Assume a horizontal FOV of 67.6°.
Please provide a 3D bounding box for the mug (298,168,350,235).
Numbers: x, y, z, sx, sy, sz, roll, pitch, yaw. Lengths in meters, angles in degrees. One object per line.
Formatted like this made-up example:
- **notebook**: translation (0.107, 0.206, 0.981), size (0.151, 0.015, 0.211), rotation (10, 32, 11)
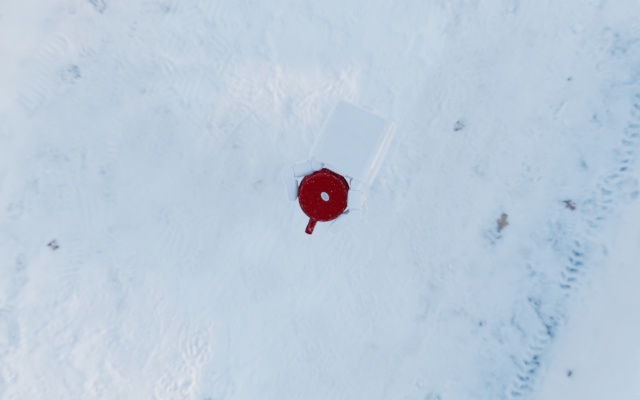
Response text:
- **mug**: translation (-0.001, 0.004, 0.799), size (0.093, 0.117, 0.081), rotation (25, 5, -1)
